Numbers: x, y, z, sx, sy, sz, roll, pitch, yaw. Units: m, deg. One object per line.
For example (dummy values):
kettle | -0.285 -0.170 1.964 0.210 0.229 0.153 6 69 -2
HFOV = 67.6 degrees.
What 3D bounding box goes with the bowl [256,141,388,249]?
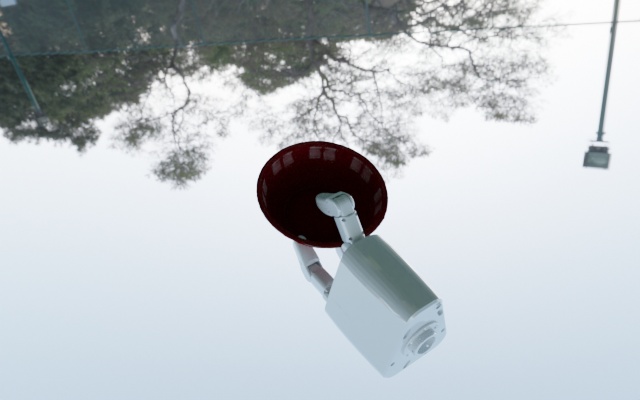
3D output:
bowl | 0.000 0.001 0.599 0.162 0.162 0.055 0 -35 -9
